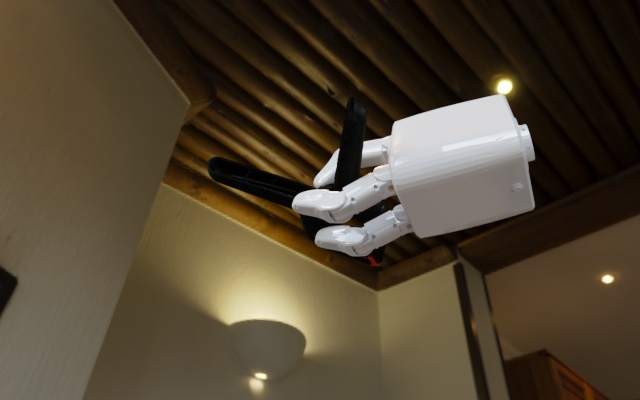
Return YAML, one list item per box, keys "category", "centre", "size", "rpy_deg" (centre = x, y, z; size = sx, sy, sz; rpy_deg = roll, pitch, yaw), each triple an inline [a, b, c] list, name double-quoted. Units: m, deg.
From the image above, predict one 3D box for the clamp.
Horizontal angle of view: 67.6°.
- category: "clamp"
  centre: [0.001, 0.001, 0.480]
  size: [0.164, 0.036, 0.210]
  rpy_deg: [-13, -45, 22]
